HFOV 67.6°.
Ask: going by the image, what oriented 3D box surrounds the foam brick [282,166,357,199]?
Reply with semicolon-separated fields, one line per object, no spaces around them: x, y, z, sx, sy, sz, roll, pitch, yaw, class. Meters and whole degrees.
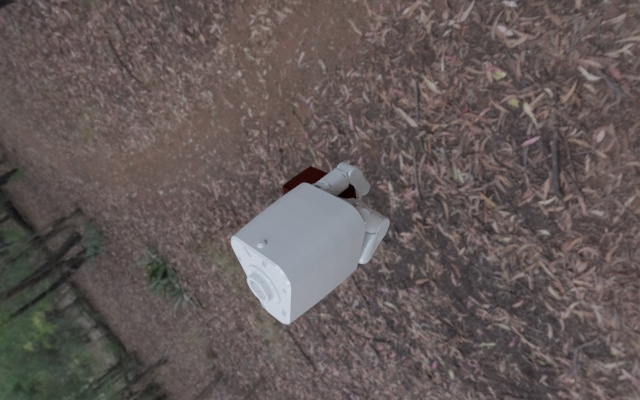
0.000;0.002;0.583;0.078;0.053;0.051;27;52;38;foam brick
